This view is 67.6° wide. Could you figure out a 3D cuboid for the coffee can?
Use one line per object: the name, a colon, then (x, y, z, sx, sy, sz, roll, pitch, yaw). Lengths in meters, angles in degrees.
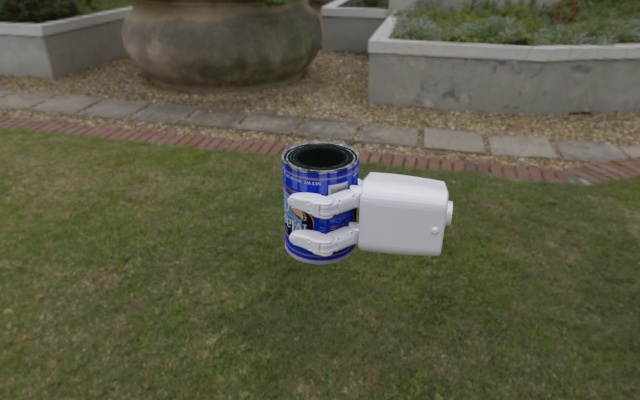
coffee can: (0.000, 0.002, 0.657, 0.103, 0.140, 0.102, 0, 28, 0)
